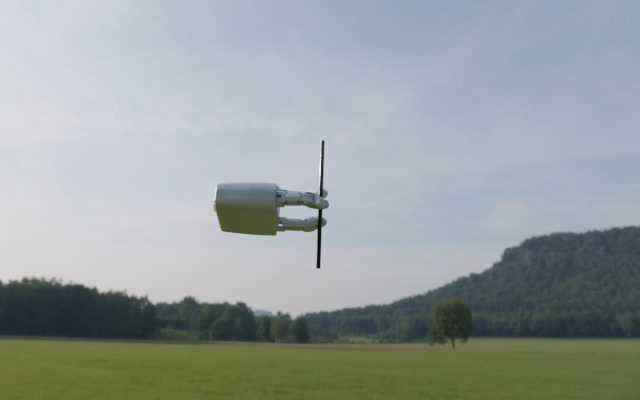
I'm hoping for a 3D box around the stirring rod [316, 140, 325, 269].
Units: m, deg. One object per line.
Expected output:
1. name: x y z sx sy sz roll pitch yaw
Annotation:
1. stirring rod: 0.000 0.003 0.865 0.011 0.239 0.011 2 -17 1
